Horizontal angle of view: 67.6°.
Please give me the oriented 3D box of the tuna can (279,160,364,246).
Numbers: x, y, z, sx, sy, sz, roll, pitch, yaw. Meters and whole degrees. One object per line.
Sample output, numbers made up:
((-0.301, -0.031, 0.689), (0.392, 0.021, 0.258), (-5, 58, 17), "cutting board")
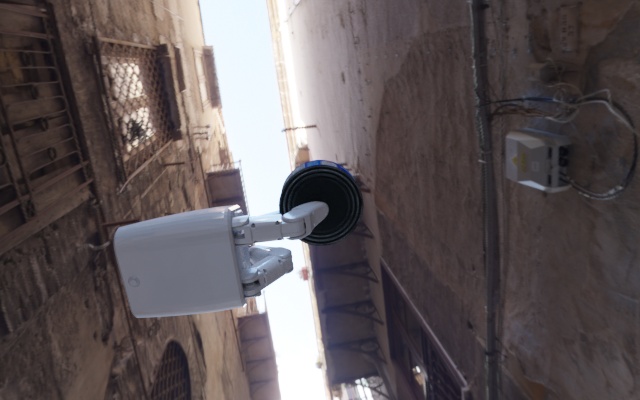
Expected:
((0.000, 0.001, 0.497), (0.086, 0.086, 0.033), (0, 17, -2), "tuna can")
